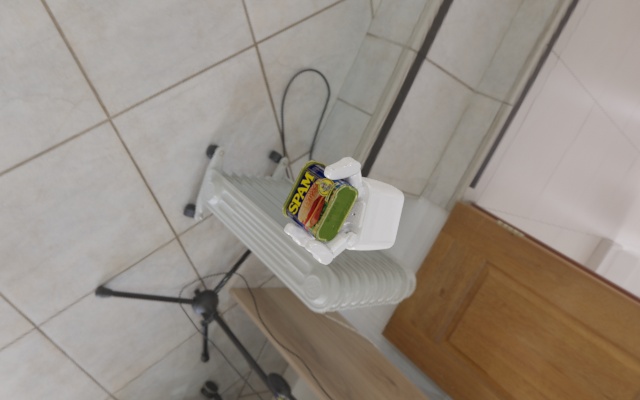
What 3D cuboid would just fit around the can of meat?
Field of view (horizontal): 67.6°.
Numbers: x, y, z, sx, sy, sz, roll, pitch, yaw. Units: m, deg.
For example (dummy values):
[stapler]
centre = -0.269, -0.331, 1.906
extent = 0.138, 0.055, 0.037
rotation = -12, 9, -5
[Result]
[can of meat]
centre = 0.000, 0.002, 0.740
extent = 0.057, 0.102, 0.084
rotation = 13, 19, -49
